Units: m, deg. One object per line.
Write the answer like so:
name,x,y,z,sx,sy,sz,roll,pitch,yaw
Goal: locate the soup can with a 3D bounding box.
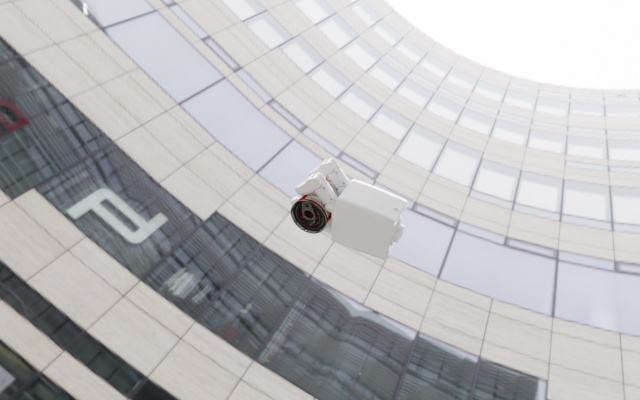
soup can,0.000,0.003,0.850,0.068,0.068,0.102,0,31,29
